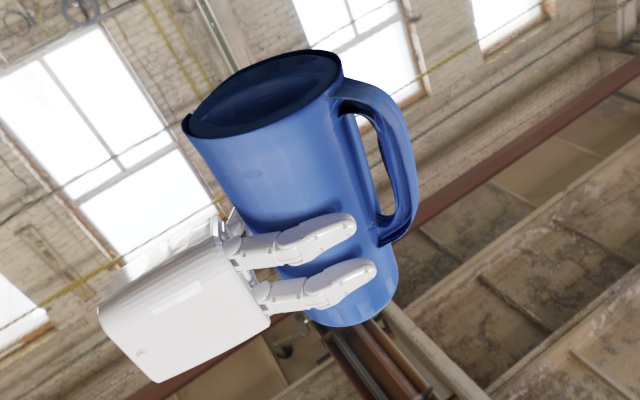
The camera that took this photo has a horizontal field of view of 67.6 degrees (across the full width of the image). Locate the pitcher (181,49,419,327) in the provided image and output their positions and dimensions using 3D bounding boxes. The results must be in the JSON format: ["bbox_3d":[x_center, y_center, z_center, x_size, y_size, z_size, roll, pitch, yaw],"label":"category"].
[{"bbox_3d":[0.000,0.001,0.425,0.145,0.243,0.149,-28,35,-5],"label":"pitcher"}]
